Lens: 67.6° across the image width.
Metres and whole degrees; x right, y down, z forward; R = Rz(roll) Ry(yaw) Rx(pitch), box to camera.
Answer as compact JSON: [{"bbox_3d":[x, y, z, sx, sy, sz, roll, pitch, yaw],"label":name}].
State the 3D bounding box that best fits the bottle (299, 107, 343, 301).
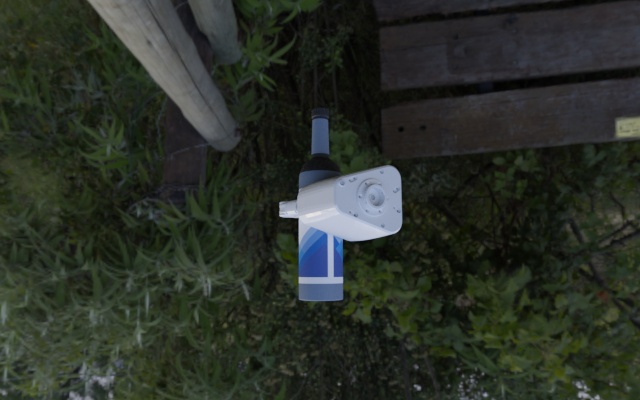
[{"bbox_3d":[0.000,0.003,0.735,0.069,0.295,0.069,0,-8,0],"label":"bottle"}]
